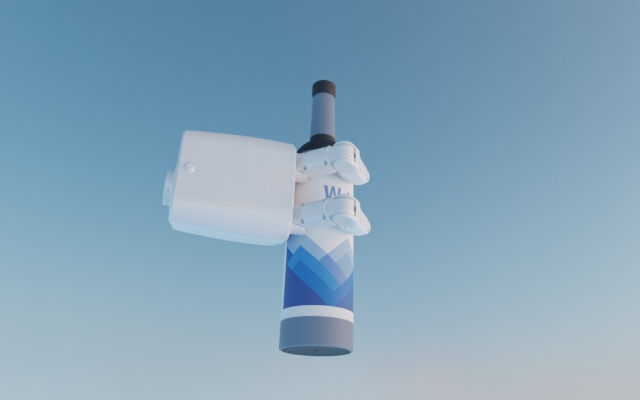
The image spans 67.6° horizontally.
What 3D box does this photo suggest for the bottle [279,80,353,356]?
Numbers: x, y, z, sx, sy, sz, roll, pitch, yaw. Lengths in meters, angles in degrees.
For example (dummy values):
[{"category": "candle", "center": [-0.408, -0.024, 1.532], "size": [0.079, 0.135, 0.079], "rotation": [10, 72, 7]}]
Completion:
[{"category": "bottle", "center": [0.000, 0.002, 0.488], "size": [0.069, 0.295, 0.069], "rotation": [1, -26, 1]}]
